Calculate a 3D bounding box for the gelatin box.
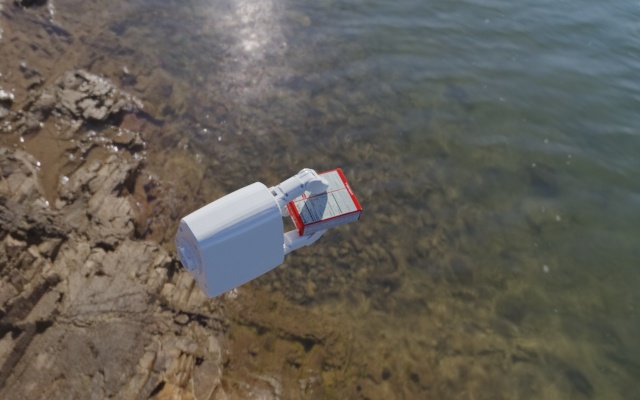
[{"bbox_3d":[0.000,0.002,0.640,0.089,0.073,0.030,-16,-31,-19],"label":"gelatin box"}]
